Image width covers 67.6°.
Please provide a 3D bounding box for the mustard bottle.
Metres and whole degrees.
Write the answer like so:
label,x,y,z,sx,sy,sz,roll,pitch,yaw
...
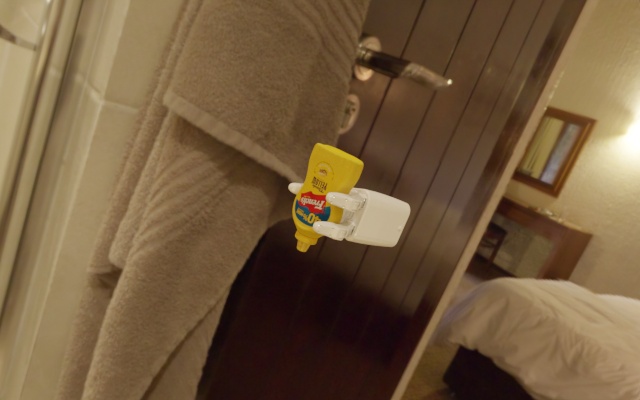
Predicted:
label,x,y,z,sx,sy,sz,roll,pitch,yaw
mustard bottle,0.000,0.002,0.845,0.096,0.192,0.058,30,15,32
